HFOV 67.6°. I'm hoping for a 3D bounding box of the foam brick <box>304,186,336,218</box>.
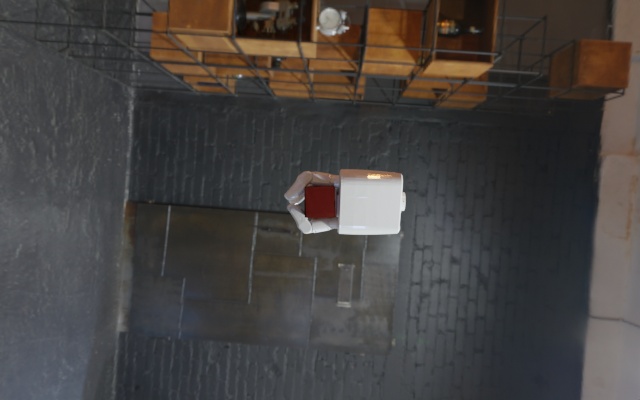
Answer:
[{"bbox_3d":[0.000,0.003,0.812,0.051,0.053,0.078,0,0,1],"label":"foam brick"}]
